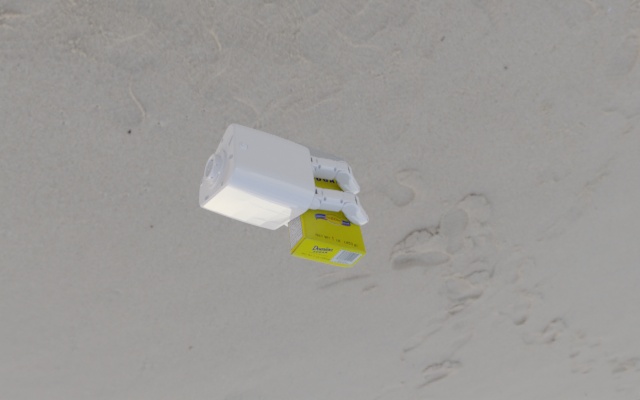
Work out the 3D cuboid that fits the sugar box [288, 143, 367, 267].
[{"bbox_3d":[0.000,0.002,0.652,0.093,0.176,0.048,16,-45,-28],"label":"sugar box"}]
